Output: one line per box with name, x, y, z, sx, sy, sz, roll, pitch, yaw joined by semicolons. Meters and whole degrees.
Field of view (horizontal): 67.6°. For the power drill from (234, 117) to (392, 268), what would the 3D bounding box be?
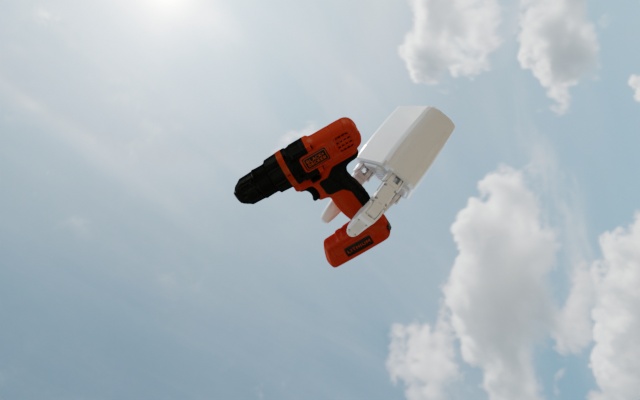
power drill;0.001;0.002;0.658;0.184;0.188;0.057;-29;28;6
